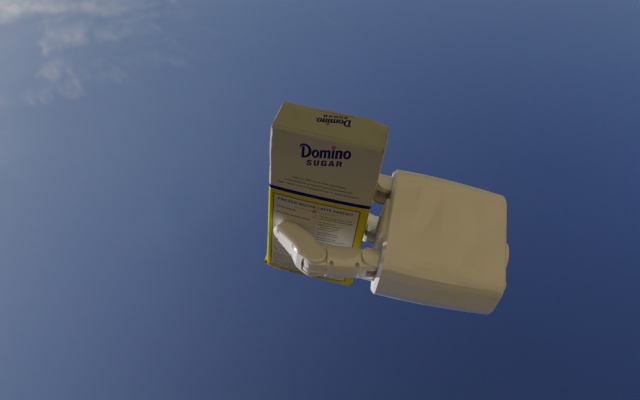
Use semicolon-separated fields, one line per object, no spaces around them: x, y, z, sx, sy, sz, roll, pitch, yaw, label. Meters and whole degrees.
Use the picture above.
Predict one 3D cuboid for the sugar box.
0.000;0.001;0.440;0.093;0.176;0.048;13;42;4;sugar box
